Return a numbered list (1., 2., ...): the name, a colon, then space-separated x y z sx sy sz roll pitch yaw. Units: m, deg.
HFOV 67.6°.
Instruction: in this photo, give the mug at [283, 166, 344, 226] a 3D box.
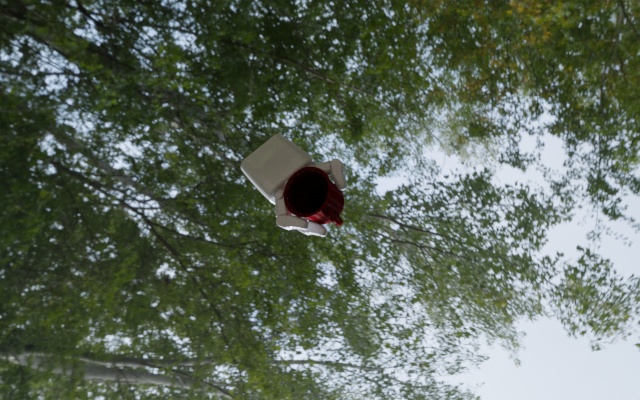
1. mug: 0.001 0.004 0.859 0.117 0.093 0.081 44 5 30
